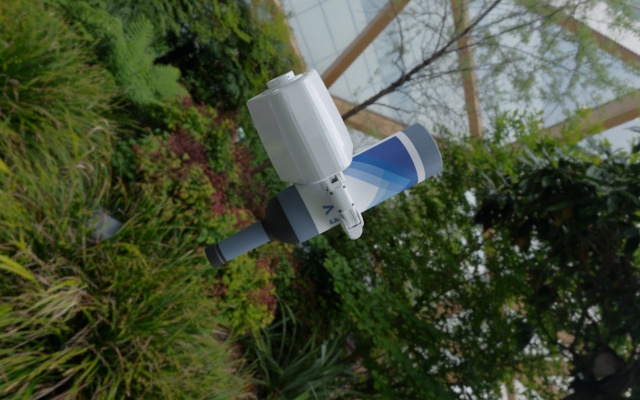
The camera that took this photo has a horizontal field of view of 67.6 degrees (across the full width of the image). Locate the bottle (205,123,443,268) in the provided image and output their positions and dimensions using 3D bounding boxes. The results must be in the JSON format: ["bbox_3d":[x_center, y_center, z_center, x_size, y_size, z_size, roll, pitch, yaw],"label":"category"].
[{"bbox_3d":[0.000,0.002,0.573,0.295,0.069,0.069,-27,2,-3],"label":"bottle"}]
